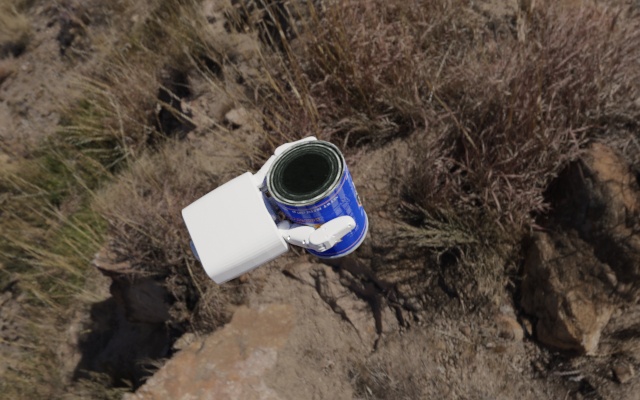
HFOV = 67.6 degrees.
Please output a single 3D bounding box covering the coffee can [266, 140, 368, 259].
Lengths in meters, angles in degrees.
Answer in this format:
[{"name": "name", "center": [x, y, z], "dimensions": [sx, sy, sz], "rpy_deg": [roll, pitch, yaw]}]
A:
[{"name": "coffee can", "center": [0.000, 0.002, 0.645], "dimensions": [0.103, 0.102, 0.140], "rpy_deg": [0, -33, 20]}]
